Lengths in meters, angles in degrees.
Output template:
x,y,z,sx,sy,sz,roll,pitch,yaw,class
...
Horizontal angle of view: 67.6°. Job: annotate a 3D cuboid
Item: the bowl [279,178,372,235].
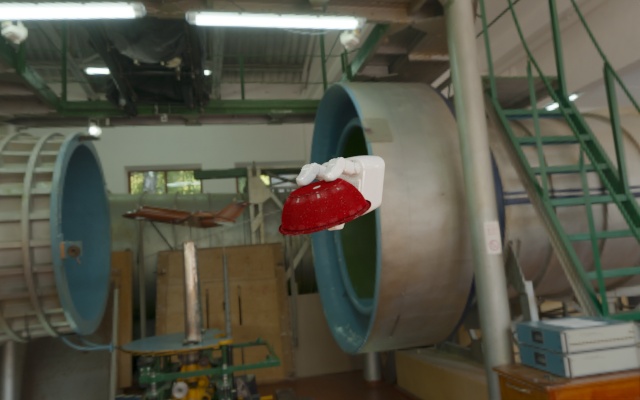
x,y,z,sx,sy,sz,roll,pitch,yaw,class
0.000,0.003,0.791,0.162,0.055,0.162,-16,12,4,bowl
